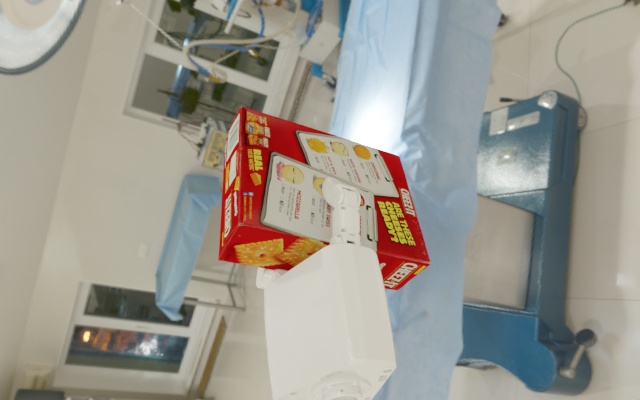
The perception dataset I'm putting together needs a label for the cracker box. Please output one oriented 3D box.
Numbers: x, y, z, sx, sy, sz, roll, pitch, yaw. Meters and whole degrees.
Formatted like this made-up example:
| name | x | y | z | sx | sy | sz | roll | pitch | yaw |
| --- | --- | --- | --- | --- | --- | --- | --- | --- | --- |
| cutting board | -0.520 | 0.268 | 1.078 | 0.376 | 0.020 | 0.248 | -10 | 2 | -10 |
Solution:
| name | x | y | z | sx | sy | sz | roll | pitch | yaw |
| --- | --- | --- | --- | --- | --- | --- | --- | --- | --- |
| cracker box | 0.000 | 0.002 | 0.529 | 0.214 | 0.164 | 0.072 | 14 | -43 | -25 |
